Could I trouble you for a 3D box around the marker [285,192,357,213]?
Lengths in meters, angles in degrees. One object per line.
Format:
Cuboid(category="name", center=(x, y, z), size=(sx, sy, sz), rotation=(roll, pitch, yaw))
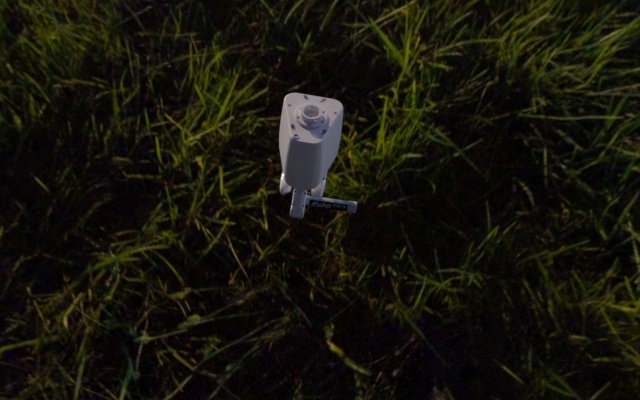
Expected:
Cuboid(category="marker", center=(0.000, 0.003, 0.801), size=(0.121, 0.020, 0.020), rotation=(9, 0, -1))
